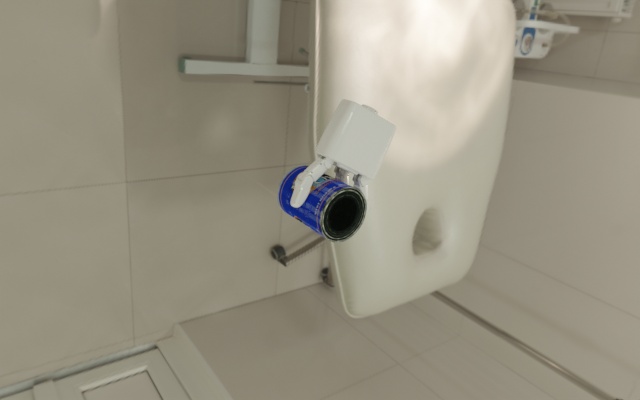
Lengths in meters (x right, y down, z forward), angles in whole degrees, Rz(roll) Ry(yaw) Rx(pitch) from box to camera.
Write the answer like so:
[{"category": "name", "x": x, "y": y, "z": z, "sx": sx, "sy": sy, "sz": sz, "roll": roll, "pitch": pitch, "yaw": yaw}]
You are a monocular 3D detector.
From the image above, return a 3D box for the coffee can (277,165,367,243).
[{"category": "coffee can", "x": 0.000, "y": 0.003, "z": 0.869, "sx": 0.103, "sy": 0.103, "sz": 0.140, "roll": 0, "pitch": 19, "yaw": -39}]
